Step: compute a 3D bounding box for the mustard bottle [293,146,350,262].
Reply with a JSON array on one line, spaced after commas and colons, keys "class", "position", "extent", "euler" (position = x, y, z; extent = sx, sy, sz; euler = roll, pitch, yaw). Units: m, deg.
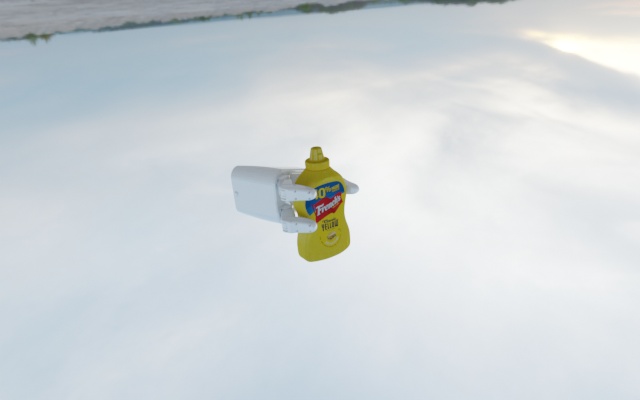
[{"class": "mustard bottle", "position": [0.000, 0.003, 0.806], "extent": [0.096, 0.192, 0.058], "euler": [-17, 25, -28]}]
